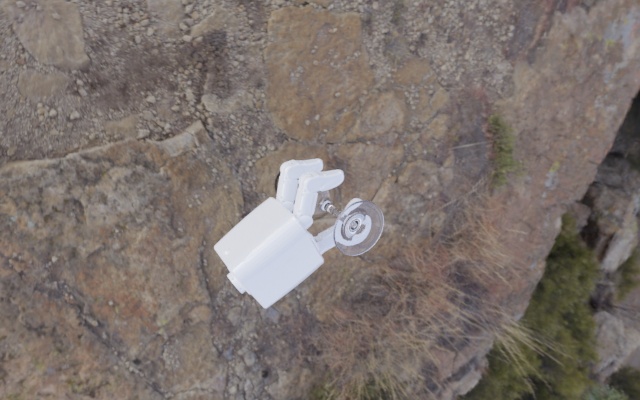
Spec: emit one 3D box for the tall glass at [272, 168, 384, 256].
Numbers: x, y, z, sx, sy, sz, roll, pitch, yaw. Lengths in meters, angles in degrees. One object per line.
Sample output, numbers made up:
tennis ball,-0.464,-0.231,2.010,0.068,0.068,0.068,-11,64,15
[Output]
tall glass,0.001,0.002,0.672,0.079,0.079,0.201,0,20,-30
